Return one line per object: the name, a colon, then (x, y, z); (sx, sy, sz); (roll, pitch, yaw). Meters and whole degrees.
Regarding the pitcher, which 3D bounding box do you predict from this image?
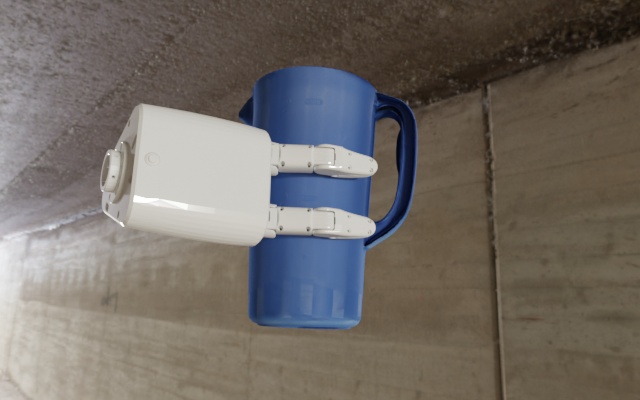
pitcher: (0.000, 0.002, 0.477); (0.145, 0.242, 0.149); (11, -15, -33)
